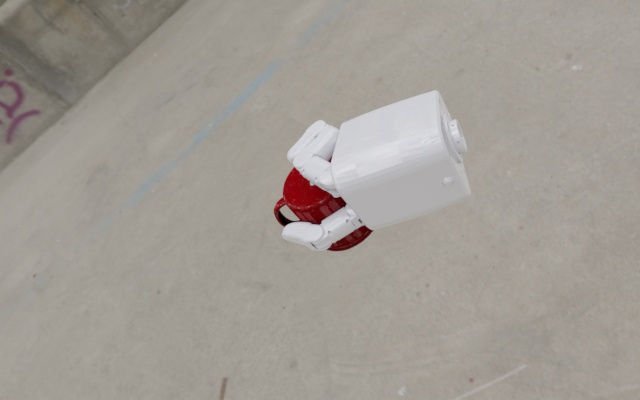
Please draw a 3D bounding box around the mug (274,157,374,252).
[{"bbox_3d":[-0.001,0.002,0.548,0.117,0.093,0.081,-19,-43,23],"label":"mug"}]
